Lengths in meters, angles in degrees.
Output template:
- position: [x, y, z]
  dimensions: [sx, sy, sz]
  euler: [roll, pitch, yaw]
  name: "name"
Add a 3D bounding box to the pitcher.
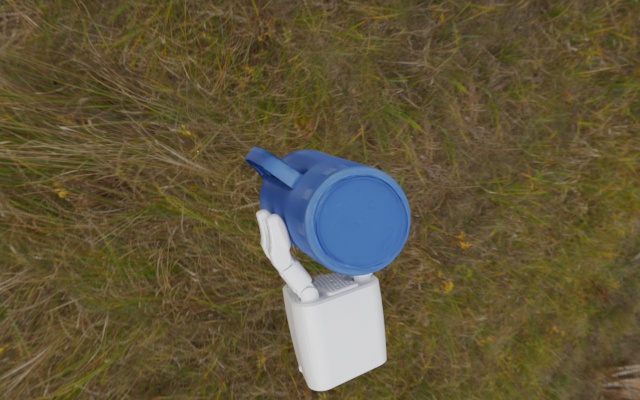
- position: [0.000, 0.002, 0.562]
  dimensions: [0.149, 0.145, 0.243]
  euler: [-8, 8, -13]
  name: "pitcher"
